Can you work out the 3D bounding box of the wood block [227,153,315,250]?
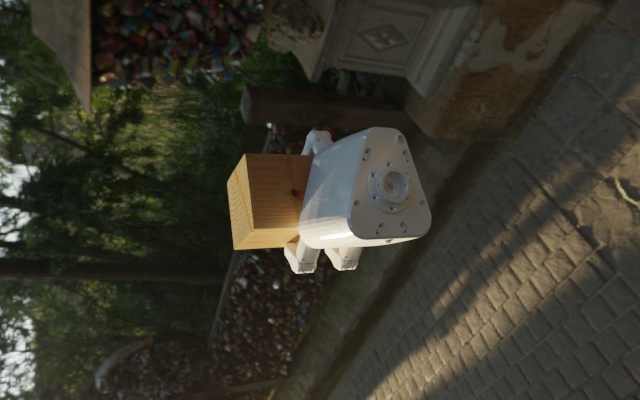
[{"bbox_3d":[0.000,0.002,0.590,0.206,0.090,0.090,0,-21,-25],"label":"wood block"}]
